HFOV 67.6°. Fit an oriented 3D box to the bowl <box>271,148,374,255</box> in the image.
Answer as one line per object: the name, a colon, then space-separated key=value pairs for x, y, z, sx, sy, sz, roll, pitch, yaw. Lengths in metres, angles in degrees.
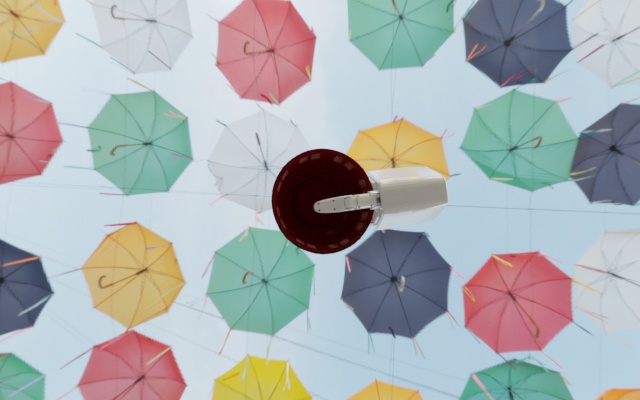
bowl: x=-0.001 y=0.002 z=0.749 sx=0.162 sy=0.162 sz=0.055 roll=0 pitch=-3 yaw=-13
